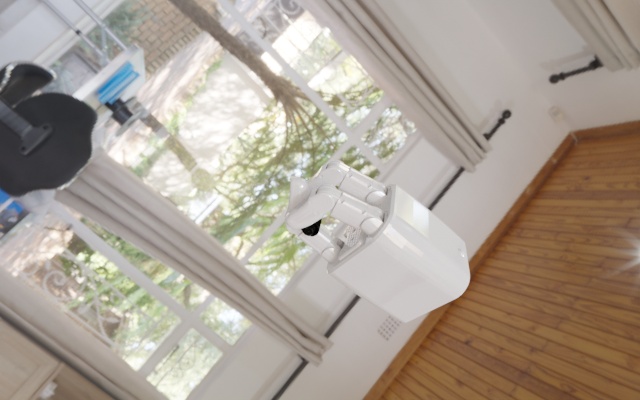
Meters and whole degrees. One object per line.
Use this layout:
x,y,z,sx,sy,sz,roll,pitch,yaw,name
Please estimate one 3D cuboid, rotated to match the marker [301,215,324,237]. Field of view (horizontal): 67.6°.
0.000,0.002,0.521,0.020,0.020,0.121,0,29,12,marker
